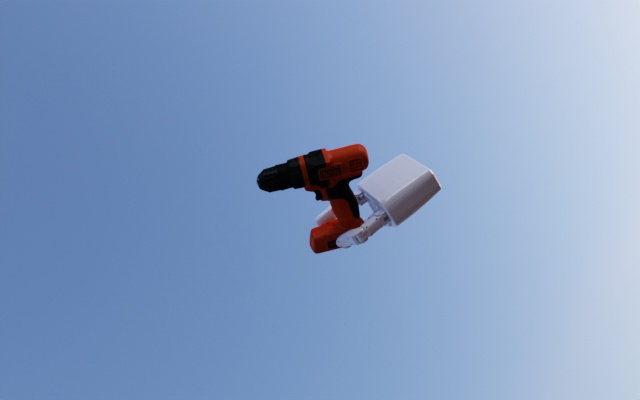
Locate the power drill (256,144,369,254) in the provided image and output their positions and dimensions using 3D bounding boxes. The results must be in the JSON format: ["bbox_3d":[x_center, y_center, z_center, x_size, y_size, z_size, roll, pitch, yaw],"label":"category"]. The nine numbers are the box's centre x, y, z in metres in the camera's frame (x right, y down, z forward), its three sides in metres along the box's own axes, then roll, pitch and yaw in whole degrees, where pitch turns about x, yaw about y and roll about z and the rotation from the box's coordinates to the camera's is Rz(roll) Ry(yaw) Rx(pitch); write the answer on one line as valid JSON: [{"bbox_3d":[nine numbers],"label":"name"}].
[{"bbox_3d":[0.000,0.003,0.810,0.184,0.188,0.057,-14,38,0],"label":"power drill"}]
